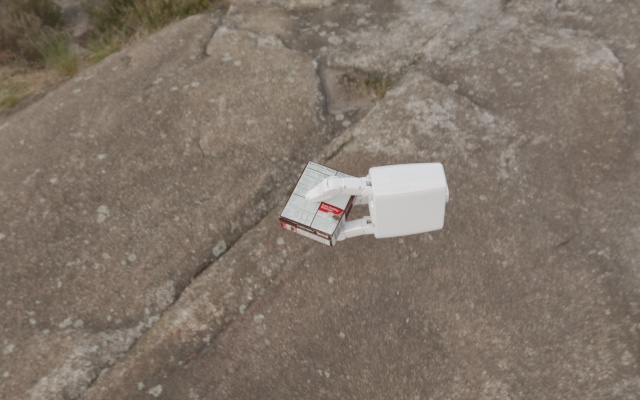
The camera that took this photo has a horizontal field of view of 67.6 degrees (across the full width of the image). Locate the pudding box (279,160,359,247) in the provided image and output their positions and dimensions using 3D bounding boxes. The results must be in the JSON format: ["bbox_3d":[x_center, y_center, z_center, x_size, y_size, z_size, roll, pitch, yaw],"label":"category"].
[{"bbox_3d":[0.000,0.002,0.732,0.090,0.113,0.039,20,-27,14],"label":"pudding box"}]
